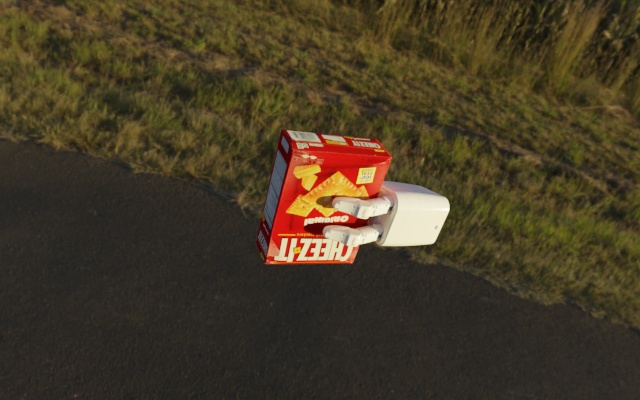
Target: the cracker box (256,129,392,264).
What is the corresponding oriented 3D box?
[{"bbox_3d":[0.000,0.002,0.764,0.164,0.214,0.072,3,32,-23],"label":"cracker box"}]
